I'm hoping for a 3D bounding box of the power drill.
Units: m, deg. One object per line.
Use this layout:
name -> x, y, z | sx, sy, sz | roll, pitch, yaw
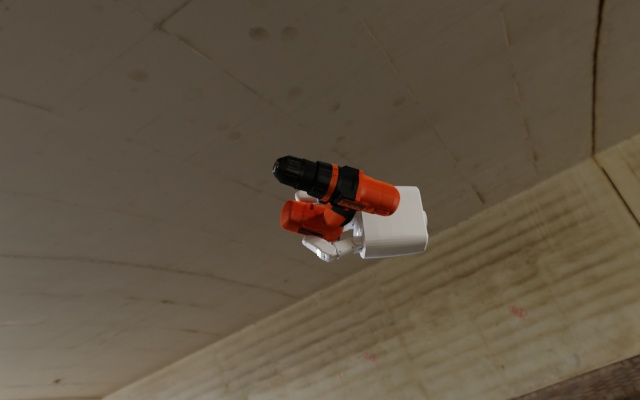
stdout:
power drill -> 0.000, 0.003, 0.716 | 0.184, 0.057, 0.188 | 18, -23, -14
